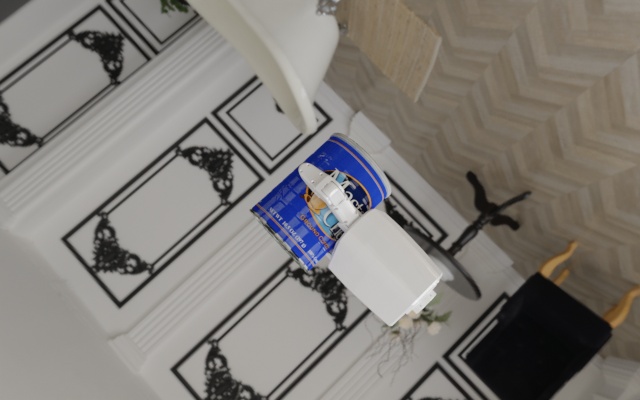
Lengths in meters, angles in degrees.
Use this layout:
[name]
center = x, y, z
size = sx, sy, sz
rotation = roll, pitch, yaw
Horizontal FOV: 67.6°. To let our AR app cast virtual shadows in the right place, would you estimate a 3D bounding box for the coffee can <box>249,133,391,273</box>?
[coffee can]
center = 0.000, 0.002, 0.577
size = 0.140, 0.103, 0.103
rotation = -43, 8, -9
